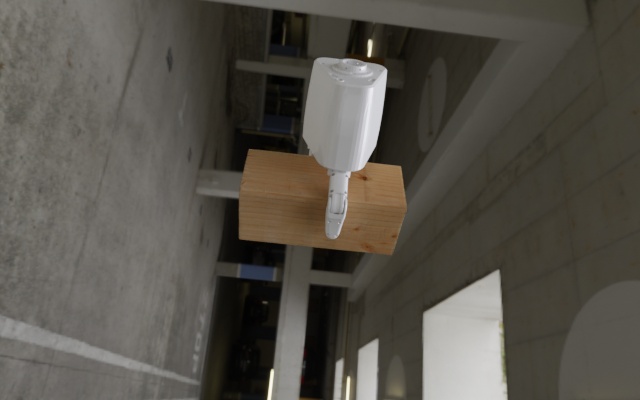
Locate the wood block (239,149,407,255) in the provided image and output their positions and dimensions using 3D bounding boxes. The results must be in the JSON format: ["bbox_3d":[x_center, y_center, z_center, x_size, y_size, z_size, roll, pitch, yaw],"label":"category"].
[{"bbox_3d":[0.000,0.002,0.638,0.206,0.090,0.090,6,42,-3],"label":"wood block"}]
